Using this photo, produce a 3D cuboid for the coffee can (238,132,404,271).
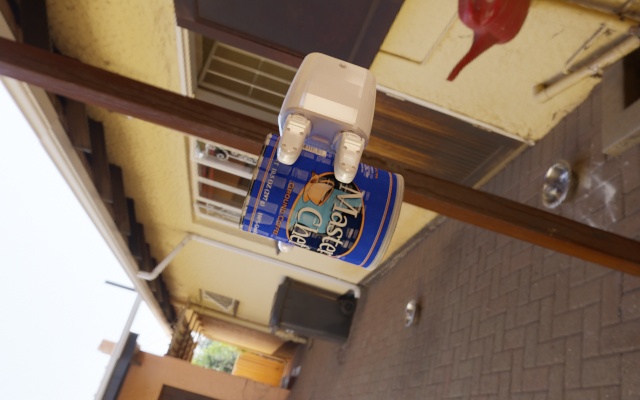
[{"bbox_3d":[0.000,0.002,0.484,0.140,0.103,0.103,18,-2,-4],"label":"coffee can"}]
